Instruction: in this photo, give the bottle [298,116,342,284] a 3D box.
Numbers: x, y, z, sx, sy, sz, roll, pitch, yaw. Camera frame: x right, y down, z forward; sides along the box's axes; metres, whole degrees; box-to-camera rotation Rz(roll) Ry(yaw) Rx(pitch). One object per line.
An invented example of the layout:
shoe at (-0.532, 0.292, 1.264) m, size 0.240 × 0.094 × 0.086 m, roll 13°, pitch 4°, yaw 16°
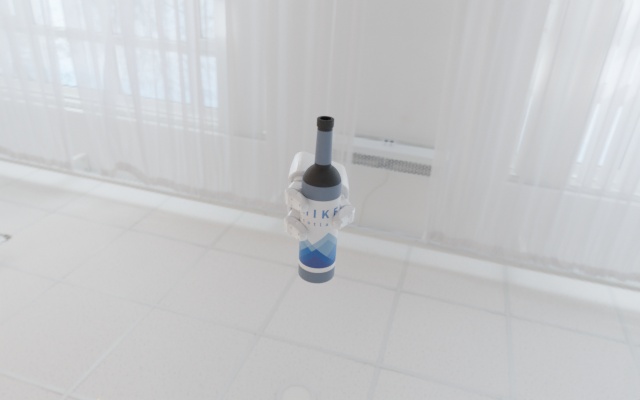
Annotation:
bottle at (0.000, 0.003, 0.808) m, size 0.069 × 0.296 × 0.069 m, roll 3°, pitch 28°, yaw -1°
